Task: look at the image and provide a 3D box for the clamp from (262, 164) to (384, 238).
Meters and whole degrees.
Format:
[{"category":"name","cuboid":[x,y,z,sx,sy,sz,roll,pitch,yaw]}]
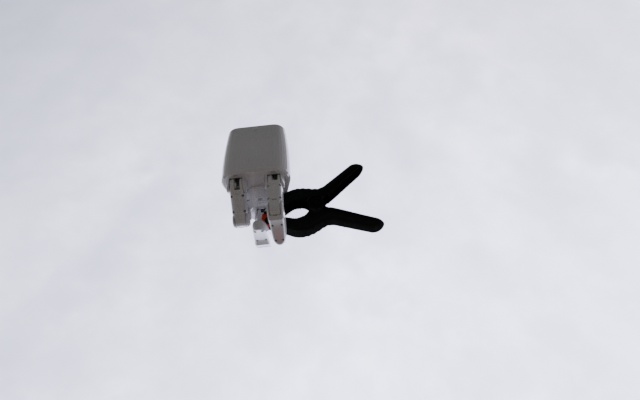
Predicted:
[{"category":"clamp","cuboid":[0.000,0.003,0.699,0.171,0.120,0.039,-5,-42,0]}]
